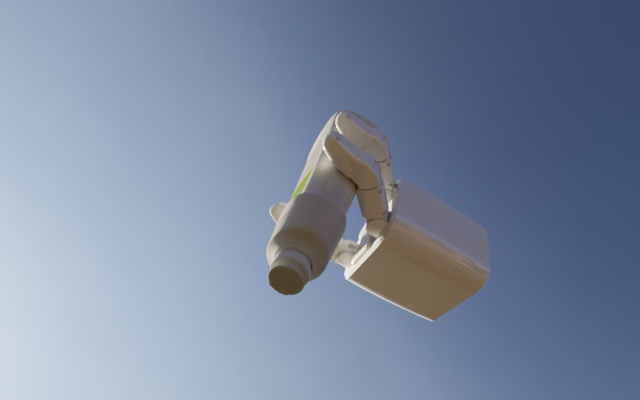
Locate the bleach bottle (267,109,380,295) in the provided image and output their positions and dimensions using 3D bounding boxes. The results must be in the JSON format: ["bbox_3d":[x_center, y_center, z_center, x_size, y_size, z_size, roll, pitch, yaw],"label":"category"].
[{"bbox_3d":[0.000,0.001,0.459,0.068,0.103,0.250,28,34,-2],"label":"bleach bottle"}]
